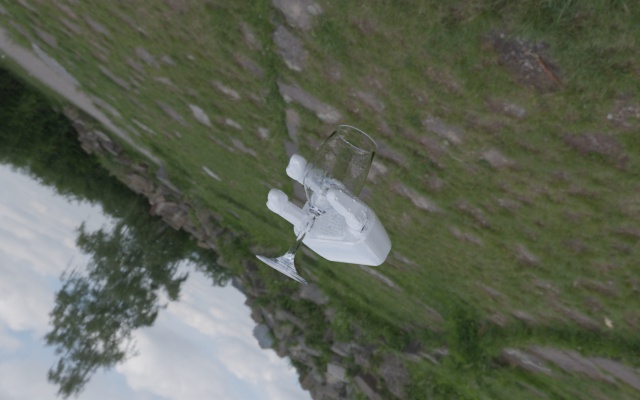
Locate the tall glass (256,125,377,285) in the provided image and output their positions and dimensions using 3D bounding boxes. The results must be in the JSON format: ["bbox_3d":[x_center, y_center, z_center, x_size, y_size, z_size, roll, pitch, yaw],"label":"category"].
[{"bbox_3d":[0.000,0.003,0.612,0.079,0.201,0.079,28,-13,7],"label":"tall glass"}]
